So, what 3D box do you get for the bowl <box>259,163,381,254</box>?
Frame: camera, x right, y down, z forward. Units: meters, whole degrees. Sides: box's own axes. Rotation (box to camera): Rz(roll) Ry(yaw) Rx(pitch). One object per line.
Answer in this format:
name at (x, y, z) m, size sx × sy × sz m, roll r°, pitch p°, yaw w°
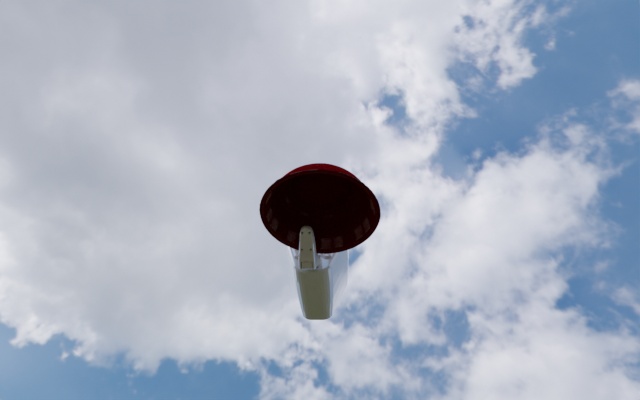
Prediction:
bowl at (0.000, 0.001, 0.653) m, size 0.162 × 0.055 × 0.162 m, roll 2°, pitch -45°, yaw 2°
